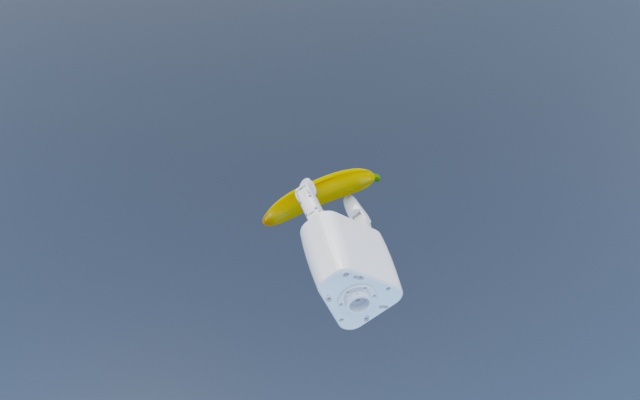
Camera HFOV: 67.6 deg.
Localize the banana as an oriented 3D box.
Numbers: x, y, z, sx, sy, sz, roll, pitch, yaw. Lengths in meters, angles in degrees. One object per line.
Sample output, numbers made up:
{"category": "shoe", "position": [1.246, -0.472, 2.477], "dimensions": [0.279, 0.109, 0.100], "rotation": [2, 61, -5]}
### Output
{"category": "banana", "position": [0.001, -0.007, 0.721], "dimensions": [0.198, 0.037, 0.070], "rotation": [-20, -27, -1]}
